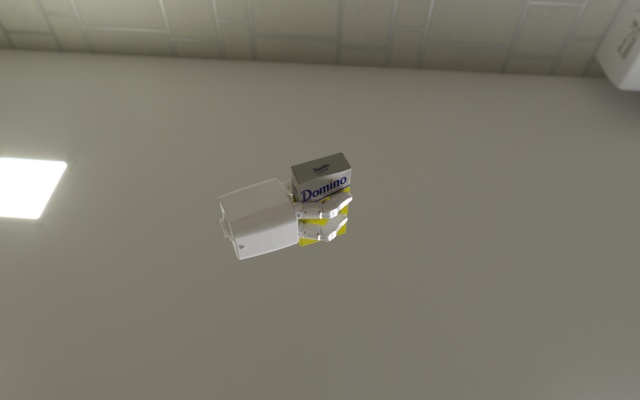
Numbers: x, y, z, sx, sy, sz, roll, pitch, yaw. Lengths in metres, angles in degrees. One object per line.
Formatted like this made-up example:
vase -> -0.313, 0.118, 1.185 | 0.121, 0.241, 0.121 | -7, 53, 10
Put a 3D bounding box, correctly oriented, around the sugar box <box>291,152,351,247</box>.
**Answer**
sugar box -> 0.000, 0.003, 0.825 | 0.093, 0.048, 0.176 | -17, -35, -14
